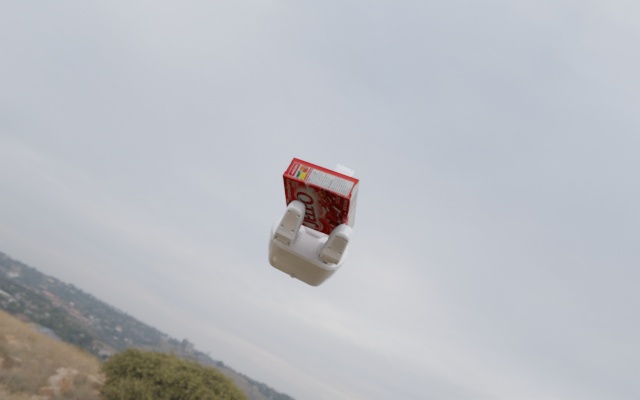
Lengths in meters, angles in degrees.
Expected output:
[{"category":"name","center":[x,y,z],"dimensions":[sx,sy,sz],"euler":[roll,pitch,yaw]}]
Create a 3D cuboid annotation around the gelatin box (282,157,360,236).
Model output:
[{"category":"gelatin box","center":[0.000,0.001,0.506],"dimensions":[0.073,0.030,0.089],"euler":[20,-31,13]}]
